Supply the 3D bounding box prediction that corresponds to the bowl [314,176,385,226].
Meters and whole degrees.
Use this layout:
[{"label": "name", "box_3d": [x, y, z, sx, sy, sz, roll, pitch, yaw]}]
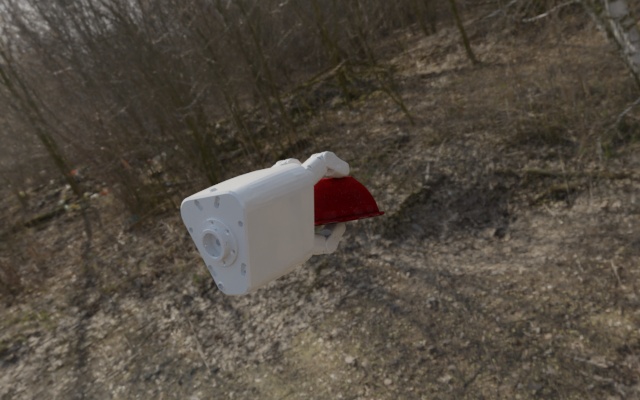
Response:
[{"label": "bowl", "box_3d": [0.001, 0.002, 0.622, 0.162, 0.055, 0.162, -8, -1, 0]}]
